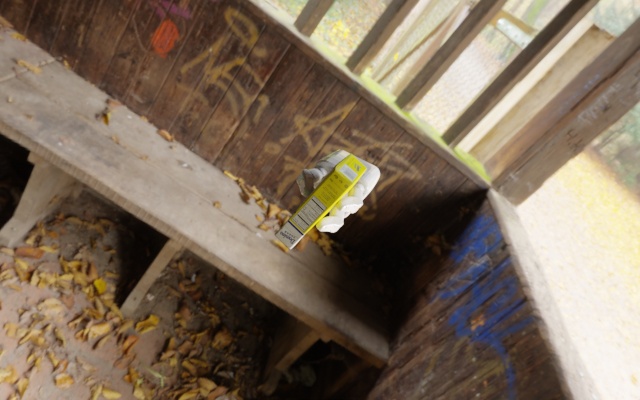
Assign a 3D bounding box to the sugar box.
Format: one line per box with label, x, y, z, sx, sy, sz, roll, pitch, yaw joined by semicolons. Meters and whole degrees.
sugar box;0.001;0.003;0.831;0.048;0.176;0.093;42;29;2
